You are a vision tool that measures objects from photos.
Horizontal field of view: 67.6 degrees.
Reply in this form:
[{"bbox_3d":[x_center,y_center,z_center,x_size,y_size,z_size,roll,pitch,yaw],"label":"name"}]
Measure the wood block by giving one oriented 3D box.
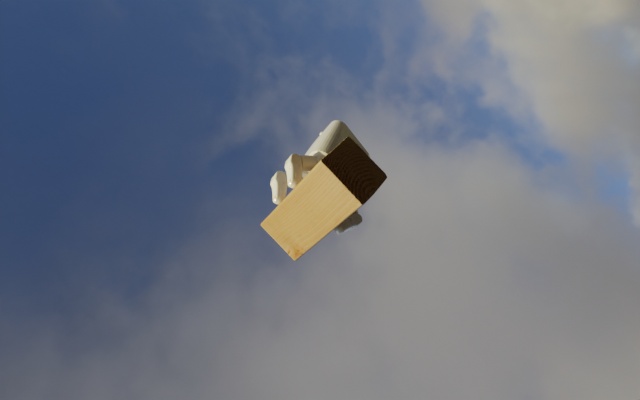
[{"bbox_3d":[0.000,0.003,0.780,0.090,0.091,0.206,-45,1,-44],"label":"wood block"}]
